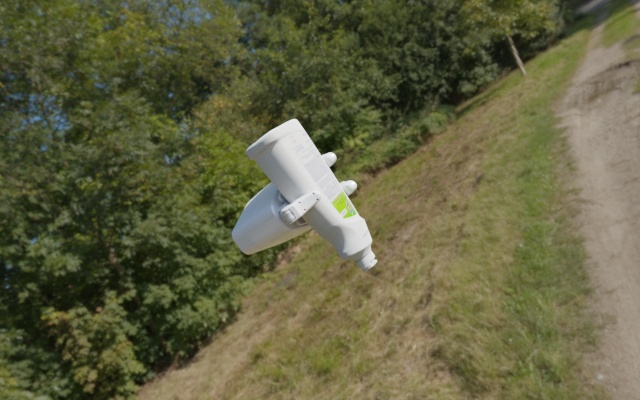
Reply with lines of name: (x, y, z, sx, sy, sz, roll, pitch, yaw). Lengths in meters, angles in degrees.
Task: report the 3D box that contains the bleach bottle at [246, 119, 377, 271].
bleach bottle: (0.000, 0.002, 0.717, 0.068, 0.251, 0.102, -32, 6, 32)
